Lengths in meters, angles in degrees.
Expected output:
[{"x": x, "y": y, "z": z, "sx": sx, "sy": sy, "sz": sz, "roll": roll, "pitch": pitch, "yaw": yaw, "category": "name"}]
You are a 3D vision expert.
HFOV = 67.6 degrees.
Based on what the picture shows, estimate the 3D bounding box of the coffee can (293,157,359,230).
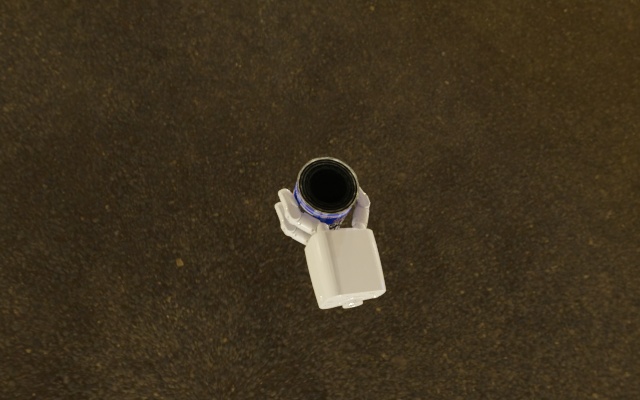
[{"x": 0.000, "y": 0.003, "z": 0.826, "sx": 0.103, "sy": 0.102, "sz": 0.140, "roll": 0, "pitch": -23, "yaw": -12, "category": "coffee can"}]
